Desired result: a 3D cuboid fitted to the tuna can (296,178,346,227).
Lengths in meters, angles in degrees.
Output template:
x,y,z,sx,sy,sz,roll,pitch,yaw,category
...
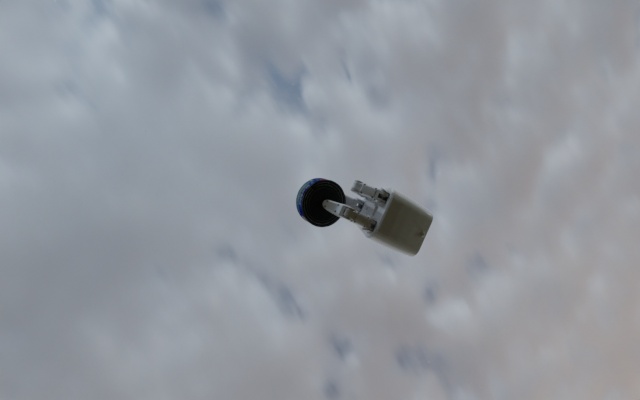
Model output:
x,y,z,sx,sy,sz,roll,pitch,yaw,category
0.000,0.003,0.856,0.086,0.086,0.033,0,10,-25,tuna can
